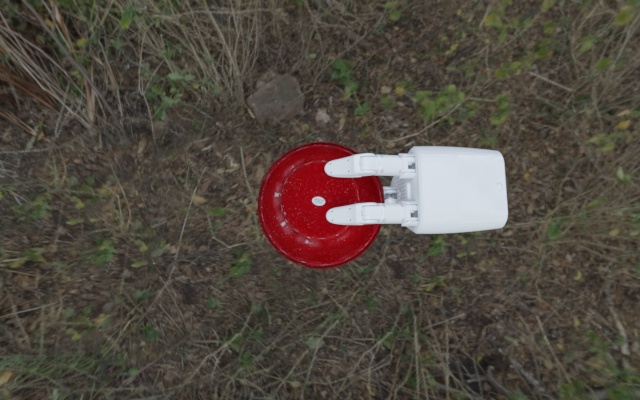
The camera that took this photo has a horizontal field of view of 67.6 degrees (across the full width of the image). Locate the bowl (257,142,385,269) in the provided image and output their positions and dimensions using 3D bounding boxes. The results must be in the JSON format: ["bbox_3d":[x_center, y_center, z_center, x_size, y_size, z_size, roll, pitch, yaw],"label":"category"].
[{"bbox_3d":[-0.001,0.002,0.576,0.162,0.162,0.055,0,-7,2],"label":"bowl"}]
